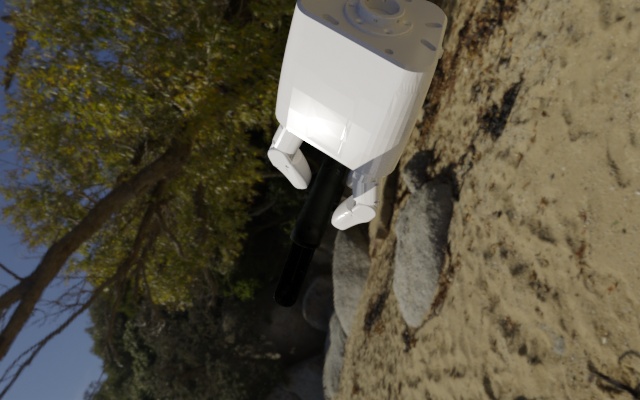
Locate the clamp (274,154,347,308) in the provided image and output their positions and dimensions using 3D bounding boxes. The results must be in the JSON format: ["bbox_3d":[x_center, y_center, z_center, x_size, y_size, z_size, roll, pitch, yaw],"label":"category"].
[{"bbox_3d":[0.000,0.001,0.491,0.036,0.209,0.165,21,-38,0],"label":"clamp"}]
